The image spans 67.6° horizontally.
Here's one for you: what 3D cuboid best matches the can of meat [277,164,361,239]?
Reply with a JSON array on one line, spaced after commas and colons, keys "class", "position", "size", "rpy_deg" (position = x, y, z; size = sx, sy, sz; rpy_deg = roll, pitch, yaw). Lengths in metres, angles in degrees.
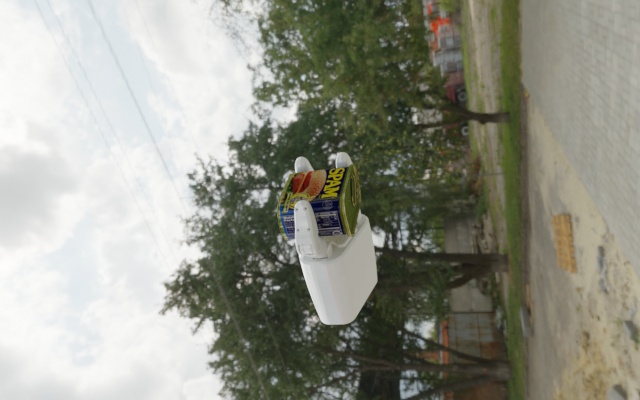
[{"class": "can of meat", "position": [0.000, 0.002, 0.583], "size": [0.084, 0.057, 0.102], "rpy_deg": [-6, 32, 16]}]
